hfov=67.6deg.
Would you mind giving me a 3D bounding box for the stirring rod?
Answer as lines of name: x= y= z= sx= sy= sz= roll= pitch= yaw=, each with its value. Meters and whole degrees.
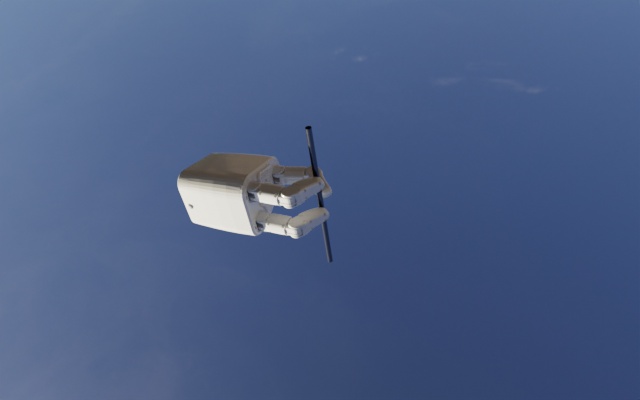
stirring rod: x=0.000 y=0.002 z=0.655 sx=0.011 sy=0.240 sz=0.011 roll=-5 pitch=41 yaw=5
